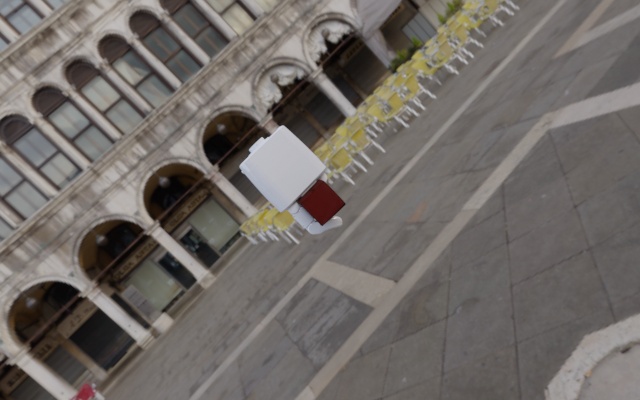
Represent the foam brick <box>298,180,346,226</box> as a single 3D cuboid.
[{"bbox_3d":[0.000,0.003,0.774,0.053,0.051,0.078,-44,7,-2],"label":"foam brick"}]
